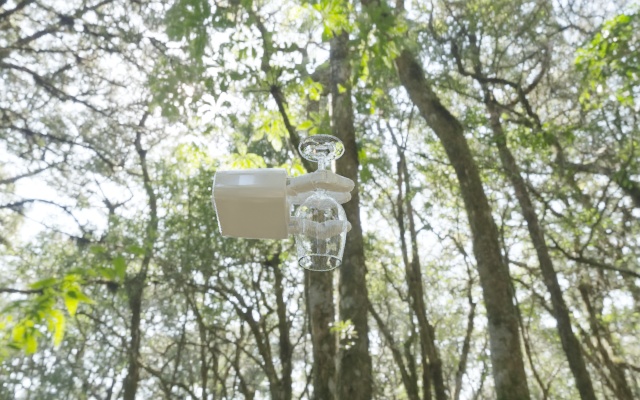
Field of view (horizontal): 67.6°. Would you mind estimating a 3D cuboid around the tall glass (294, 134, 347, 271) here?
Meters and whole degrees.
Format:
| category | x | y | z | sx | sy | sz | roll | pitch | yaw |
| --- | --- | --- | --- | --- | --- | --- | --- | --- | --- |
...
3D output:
| category | x | y | z | sx | sy | sz | roll | pitch | yaw |
| --- | --- | --- | --- | --- | --- | --- | --- | --- | --- |
| tall glass | 0.000 | 0.002 | 0.722 | 0.079 | 0.201 | 0.079 | 0 | -30 | 0 |
